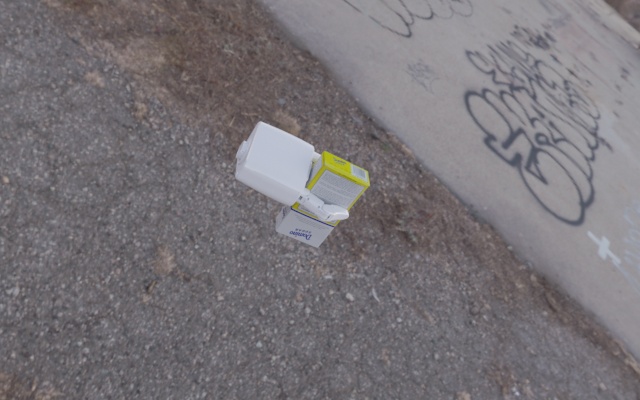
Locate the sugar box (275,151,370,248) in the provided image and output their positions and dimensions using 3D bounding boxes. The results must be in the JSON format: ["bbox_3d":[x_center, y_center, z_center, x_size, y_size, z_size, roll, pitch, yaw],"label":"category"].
[{"bbox_3d":[0.000,0.002,0.847,0.093,0.048,0.176,24,-51,-20],"label":"sugar box"}]
